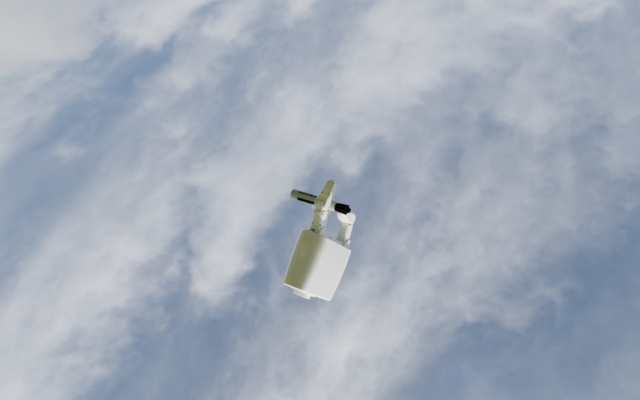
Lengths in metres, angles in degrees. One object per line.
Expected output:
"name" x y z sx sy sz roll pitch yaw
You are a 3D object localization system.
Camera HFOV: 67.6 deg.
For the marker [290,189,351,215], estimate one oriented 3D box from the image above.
"marker" 0.000 0.003 0.874 0.121 0.020 0.020 17 7 25
